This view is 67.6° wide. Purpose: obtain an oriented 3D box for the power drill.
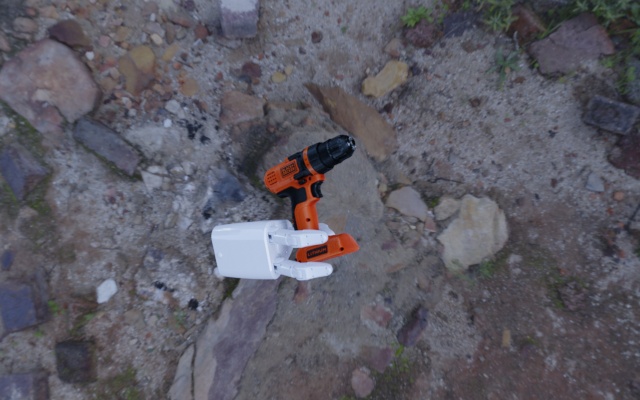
[{"bbox_3d":[0.000,0.003,0.784,0.184,0.187,0.057,-24,-14,35],"label":"power drill"}]
